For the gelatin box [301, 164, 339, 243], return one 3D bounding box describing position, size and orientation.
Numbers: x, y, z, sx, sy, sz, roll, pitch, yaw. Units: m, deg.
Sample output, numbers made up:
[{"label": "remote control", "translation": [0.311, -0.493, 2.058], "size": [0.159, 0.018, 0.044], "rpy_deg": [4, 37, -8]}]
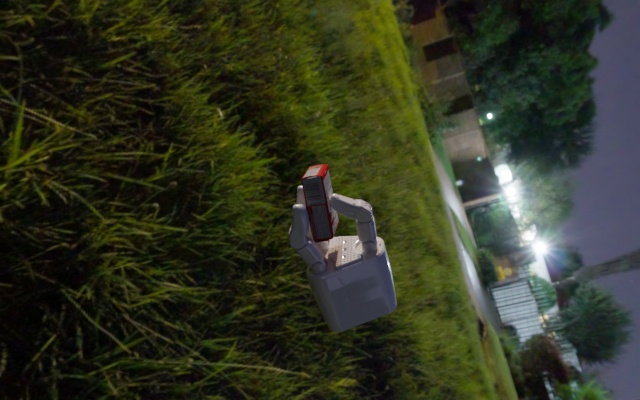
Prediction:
[{"label": "gelatin box", "translation": [0.000, 0.002, 0.643], "size": [0.030, 0.089, 0.073], "rpy_deg": [-8, 15, 10]}]
